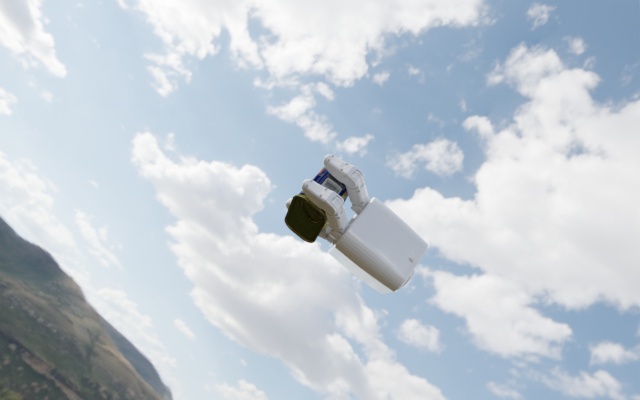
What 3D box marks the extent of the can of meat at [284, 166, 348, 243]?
[{"bbox_3d":[0.000,0.002,0.697,0.057,0.084,0.102,38,-31,7],"label":"can of meat"}]
